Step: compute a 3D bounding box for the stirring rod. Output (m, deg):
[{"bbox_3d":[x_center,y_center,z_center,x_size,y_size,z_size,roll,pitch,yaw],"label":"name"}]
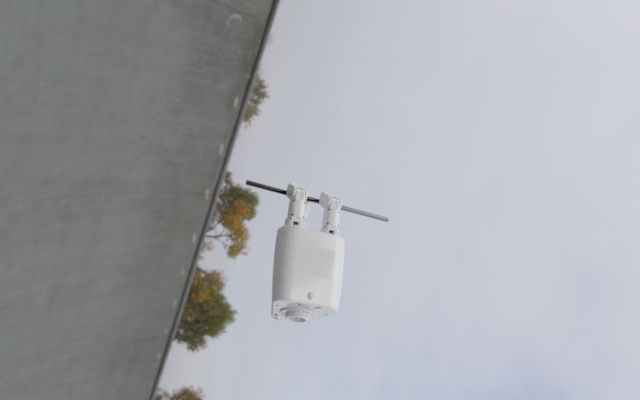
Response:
[{"bbox_3d":[0.000,0.003,0.748,0.239,0.011,0.011,15,-5,-18],"label":"stirring rod"}]
